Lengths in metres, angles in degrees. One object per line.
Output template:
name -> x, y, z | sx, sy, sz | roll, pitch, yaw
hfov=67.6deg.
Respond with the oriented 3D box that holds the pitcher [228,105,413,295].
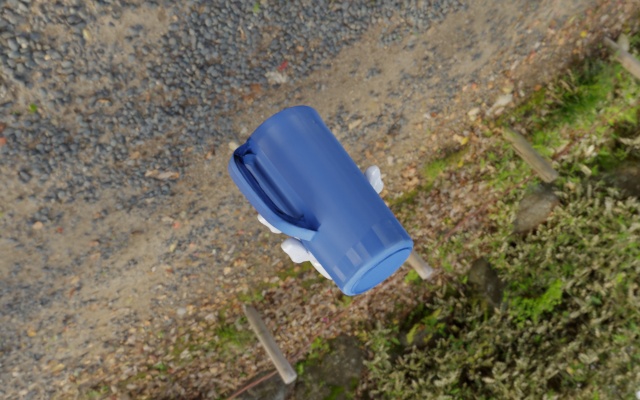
pitcher -> 0.000, 0.002, 0.626 | 0.149, 0.242, 0.145 | -36, -24, -4
